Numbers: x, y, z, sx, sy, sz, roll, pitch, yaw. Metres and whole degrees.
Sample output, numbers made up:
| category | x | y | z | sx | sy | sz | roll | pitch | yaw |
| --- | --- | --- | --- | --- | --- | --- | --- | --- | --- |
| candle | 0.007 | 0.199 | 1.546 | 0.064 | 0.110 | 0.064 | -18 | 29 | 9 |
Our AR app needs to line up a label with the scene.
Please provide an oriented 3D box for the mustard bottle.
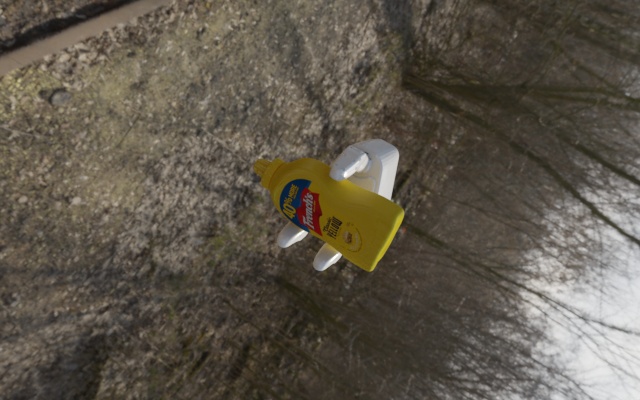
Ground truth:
| category | x | y | z | sx | sy | sz | roll | pitch | yaw |
| --- | --- | --- | --- | --- | --- | --- | --- | --- | --- |
| mustard bottle | 0.000 | 0.002 | 0.580 | 0.191 | 0.096 | 0.058 | 31 | 47 | 13 |
